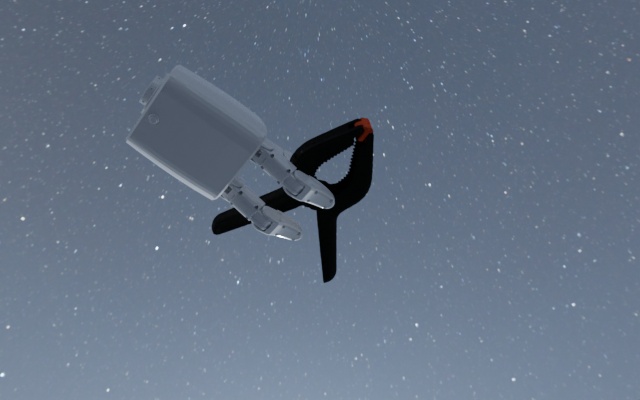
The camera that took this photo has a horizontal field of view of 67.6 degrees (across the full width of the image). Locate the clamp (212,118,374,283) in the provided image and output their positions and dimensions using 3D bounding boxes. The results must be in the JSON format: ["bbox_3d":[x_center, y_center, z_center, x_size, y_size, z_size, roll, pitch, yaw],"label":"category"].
[{"bbox_3d":[0.000,0.001,0.541,0.164,0.210,0.036,33,24,-23],"label":"clamp"}]
